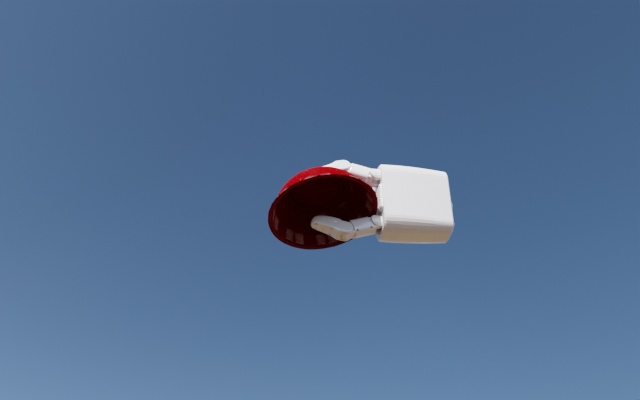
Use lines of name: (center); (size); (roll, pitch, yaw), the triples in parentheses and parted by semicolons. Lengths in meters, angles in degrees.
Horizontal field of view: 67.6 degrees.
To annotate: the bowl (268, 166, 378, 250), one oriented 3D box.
bowl: (-0.001, 0.002, 0.703); (0.162, 0.055, 0.162); (-8, -42, -7)
